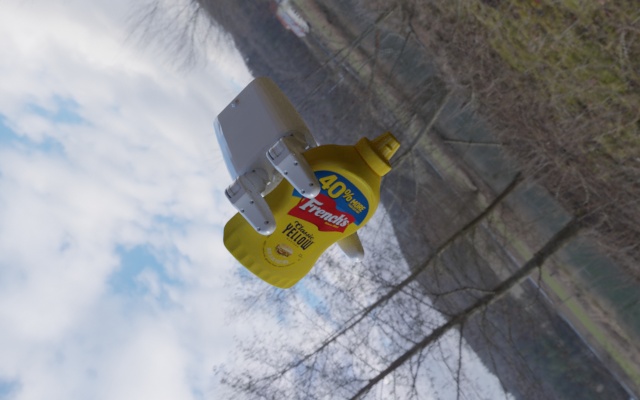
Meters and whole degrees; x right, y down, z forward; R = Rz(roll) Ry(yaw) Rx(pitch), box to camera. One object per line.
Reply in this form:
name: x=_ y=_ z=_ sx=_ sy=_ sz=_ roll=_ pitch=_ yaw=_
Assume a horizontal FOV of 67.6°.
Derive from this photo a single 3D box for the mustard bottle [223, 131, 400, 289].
mustard bottle: x=0.000 y=0.002 z=0.473 sx=0.096 sy=0.192 sz=0.058 roll=42 pitch=16 yaw=-25
